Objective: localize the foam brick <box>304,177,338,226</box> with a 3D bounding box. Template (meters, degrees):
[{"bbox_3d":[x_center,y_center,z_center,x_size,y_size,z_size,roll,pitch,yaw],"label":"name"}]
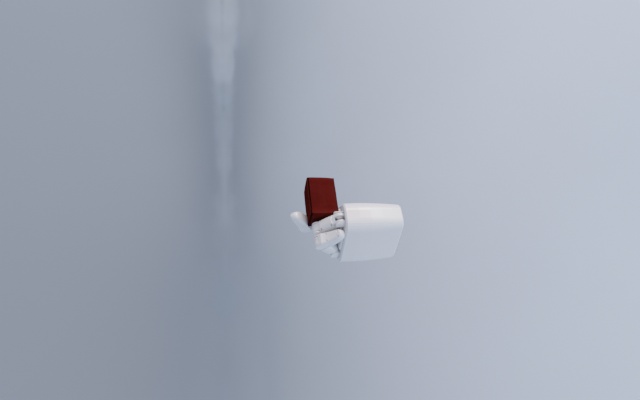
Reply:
[{"bbox_3d":[0.000,0.003,0.882,0.051,0.078,0.053,-2,-29,-10],"label":"foam brick"}]
